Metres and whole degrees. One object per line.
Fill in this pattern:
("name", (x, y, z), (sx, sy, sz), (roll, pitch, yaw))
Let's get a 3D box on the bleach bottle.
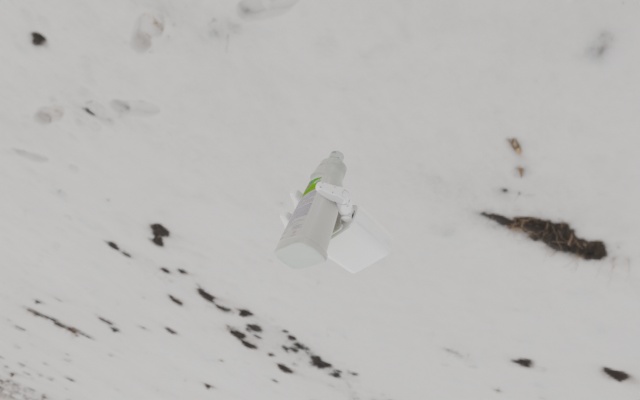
("bleach bottle", (0.000, 0.003, 0.878), (0.068, 0.250, 0.102), (39, -38, -23))
